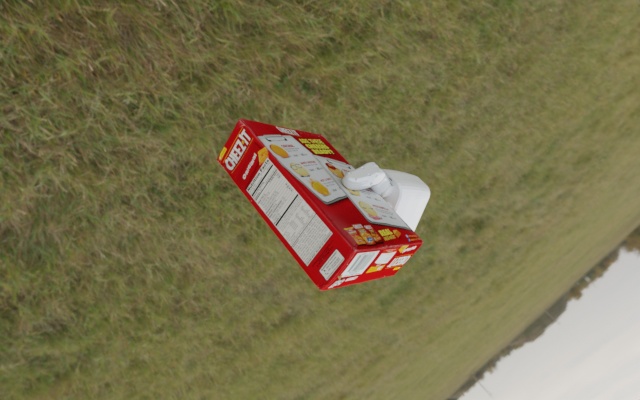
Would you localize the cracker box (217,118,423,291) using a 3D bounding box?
[{"bbox_3d":[0.000,0.002,0.573,0.213,0.072,0.164,48,25,26],"label":"cracker box"}]
